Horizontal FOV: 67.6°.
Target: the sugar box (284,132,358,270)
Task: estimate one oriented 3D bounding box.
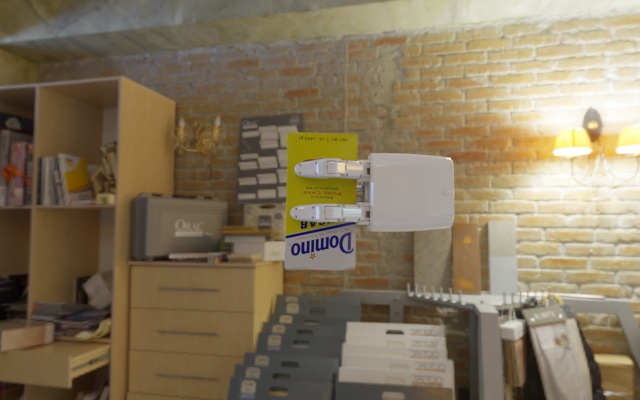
[{"bbox_3d":[0.000,0.002,0.625,0.093,0.176,0.048,0,-3,-3],"label":"sugar box"}]
